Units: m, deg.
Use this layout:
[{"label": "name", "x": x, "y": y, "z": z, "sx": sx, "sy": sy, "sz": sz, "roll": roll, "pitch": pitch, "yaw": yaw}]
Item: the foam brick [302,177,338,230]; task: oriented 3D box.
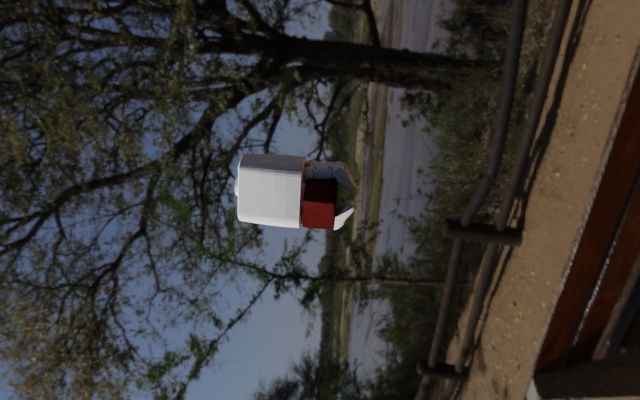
[{"label": "foam brick", "x": 0.000, "y": 0.003, "z": 0.764, "sx": 0.051, "sy": 0.053, "sz": 0.078, "roll": 5, "pitch": 34, "yaw": 3}]
